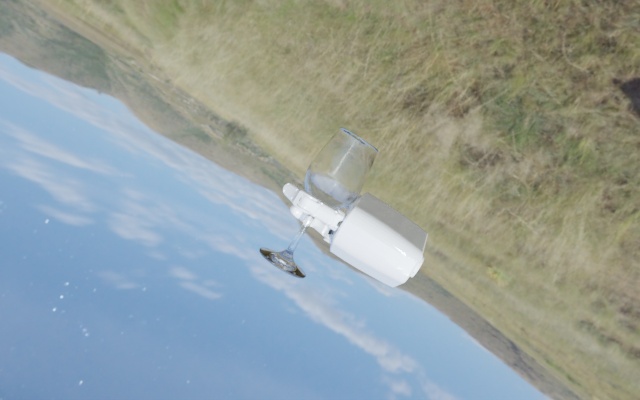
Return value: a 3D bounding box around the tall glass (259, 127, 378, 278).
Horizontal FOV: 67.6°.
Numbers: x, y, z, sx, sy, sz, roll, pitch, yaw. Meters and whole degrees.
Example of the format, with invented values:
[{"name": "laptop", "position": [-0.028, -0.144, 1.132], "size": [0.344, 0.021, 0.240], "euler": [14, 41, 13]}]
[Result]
[{"name": "tall glass", "position": [0.000, 0.003, 0.649], "size": [0.079, 0.201, 0.079], "euler": [31, 5, -3]}]
